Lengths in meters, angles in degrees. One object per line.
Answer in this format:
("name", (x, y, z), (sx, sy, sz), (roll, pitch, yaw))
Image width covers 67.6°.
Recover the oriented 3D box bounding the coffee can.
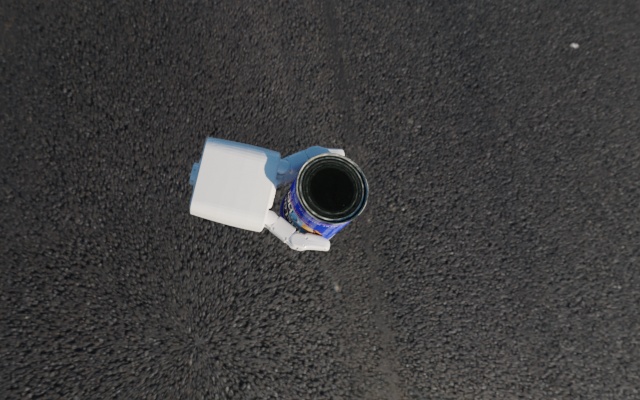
("coffee can", (0.000, 0.002, 0.710), (0.103, 0.102, 0.140), (0, -16, -14))
